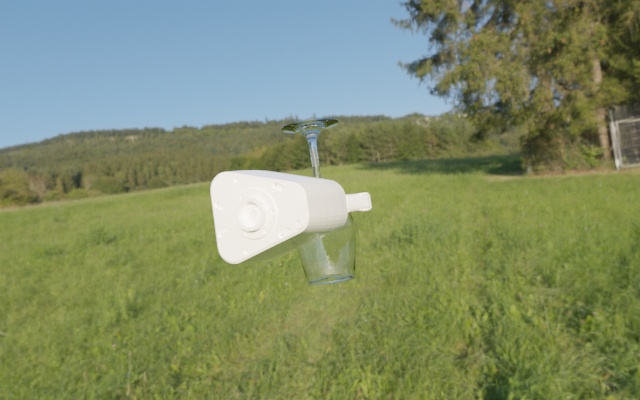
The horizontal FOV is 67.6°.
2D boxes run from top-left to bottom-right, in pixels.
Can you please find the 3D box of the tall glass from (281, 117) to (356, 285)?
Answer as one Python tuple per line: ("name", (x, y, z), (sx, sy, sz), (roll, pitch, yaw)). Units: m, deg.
("tall glass", (0.000, 0.001, 0.606), (0.079, 0.201, 0.079), (-8, -2, 0))
